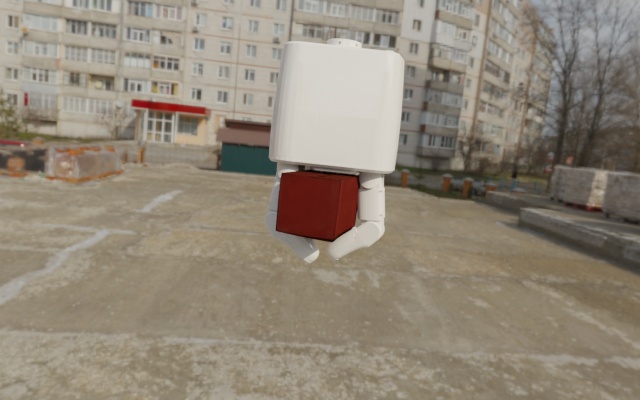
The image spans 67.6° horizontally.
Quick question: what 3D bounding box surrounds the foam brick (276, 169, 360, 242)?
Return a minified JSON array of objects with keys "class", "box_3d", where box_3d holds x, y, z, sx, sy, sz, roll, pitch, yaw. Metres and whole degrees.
[{"class":"foam brick","box_3d":[0.000,0.002,0.420,0.053,0.051,0.078,9,8,16]}]
